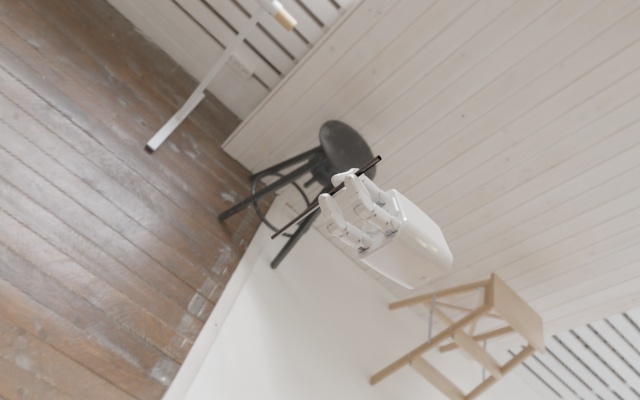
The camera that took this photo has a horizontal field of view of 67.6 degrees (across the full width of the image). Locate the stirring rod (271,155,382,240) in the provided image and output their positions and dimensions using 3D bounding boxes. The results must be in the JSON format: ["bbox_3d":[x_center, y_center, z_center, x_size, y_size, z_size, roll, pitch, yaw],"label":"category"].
[{"bbox_3d":[0.000,0.002,0.690,0.011,0.011,0.240,0,-29,-46],"label":"stirring rod"}]
